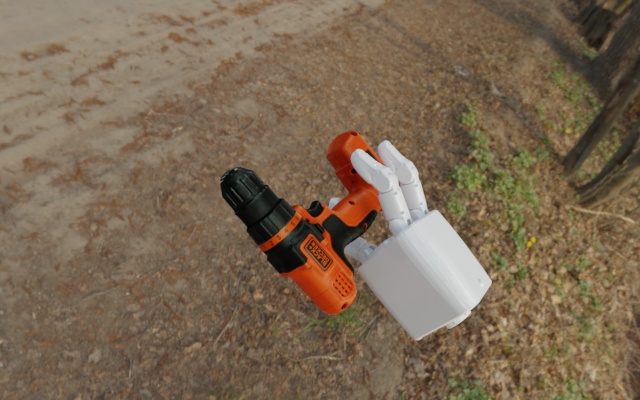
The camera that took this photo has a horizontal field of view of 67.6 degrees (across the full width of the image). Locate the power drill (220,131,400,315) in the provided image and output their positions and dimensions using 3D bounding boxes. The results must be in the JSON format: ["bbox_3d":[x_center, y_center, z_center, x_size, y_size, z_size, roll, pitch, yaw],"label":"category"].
[{"bbox_3d":[0.001,0.002,0.527,0.057,0.184,0.187,-25,19,49],"label":"power drill"}]
